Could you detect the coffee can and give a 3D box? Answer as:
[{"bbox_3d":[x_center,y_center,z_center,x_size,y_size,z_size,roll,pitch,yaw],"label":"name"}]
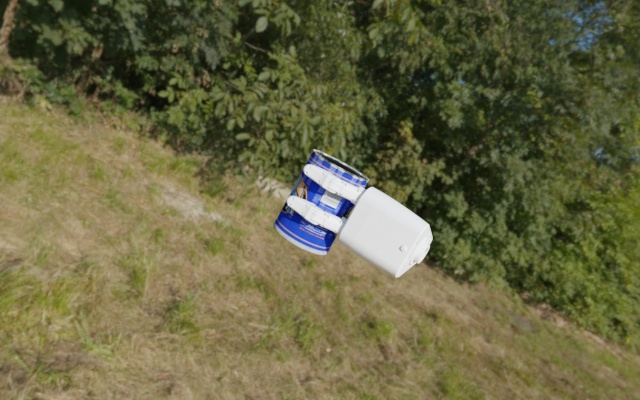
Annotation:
[{"bbox_3d":[0.000,0.003,0.776,0.103,0.140,0.102,28,11,-6],"label":"coffee can"}]
